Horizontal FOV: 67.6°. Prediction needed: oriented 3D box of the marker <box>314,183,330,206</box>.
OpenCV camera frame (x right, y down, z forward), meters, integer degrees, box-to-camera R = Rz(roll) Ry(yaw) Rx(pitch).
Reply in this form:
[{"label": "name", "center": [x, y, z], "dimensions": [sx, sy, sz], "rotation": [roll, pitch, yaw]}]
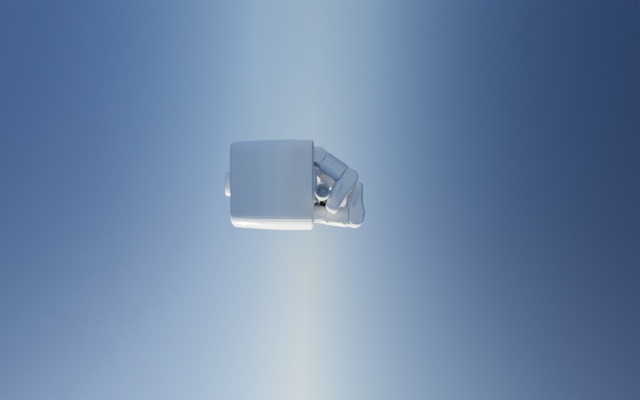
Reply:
[{"label": "marker", "center": [0.000, 0.002, 0.638], "dimensions": [0.020, 0.020, 0.121], "rotation": [0, -13, -2]}]
